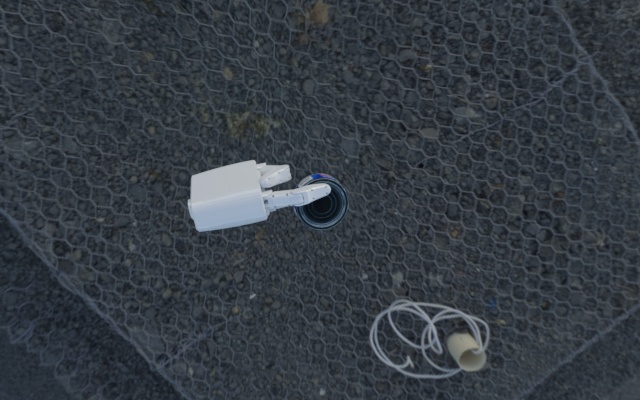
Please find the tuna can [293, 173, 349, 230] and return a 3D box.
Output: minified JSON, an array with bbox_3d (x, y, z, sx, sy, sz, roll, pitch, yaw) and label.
[{"bbox_3d":[0.000,0.003,0.746,0.086,0.086,0.033,0,13,-12],"label":"tuna can"}]
